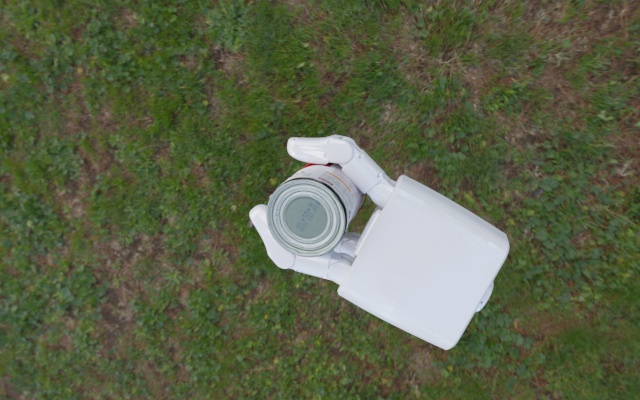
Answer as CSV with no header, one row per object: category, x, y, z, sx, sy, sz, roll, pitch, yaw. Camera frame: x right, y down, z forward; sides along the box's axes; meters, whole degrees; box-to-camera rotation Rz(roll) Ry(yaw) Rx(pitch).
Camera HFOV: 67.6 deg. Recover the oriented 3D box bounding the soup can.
soup can,0.000,0.001,0.419,0.068,0.068,0.102,0,16,15
